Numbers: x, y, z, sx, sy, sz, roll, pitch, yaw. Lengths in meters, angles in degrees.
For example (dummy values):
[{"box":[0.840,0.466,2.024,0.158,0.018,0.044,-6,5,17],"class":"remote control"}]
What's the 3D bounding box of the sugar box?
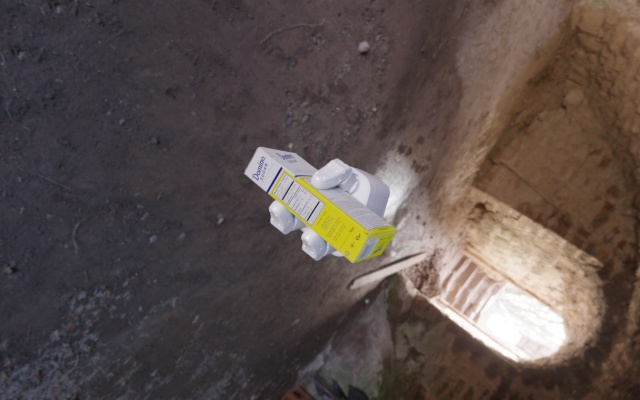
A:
[{"box":[0.000,0.002,0.579,0.176,0.048,0.093,36,15,23],"class":"sugar box"}]
